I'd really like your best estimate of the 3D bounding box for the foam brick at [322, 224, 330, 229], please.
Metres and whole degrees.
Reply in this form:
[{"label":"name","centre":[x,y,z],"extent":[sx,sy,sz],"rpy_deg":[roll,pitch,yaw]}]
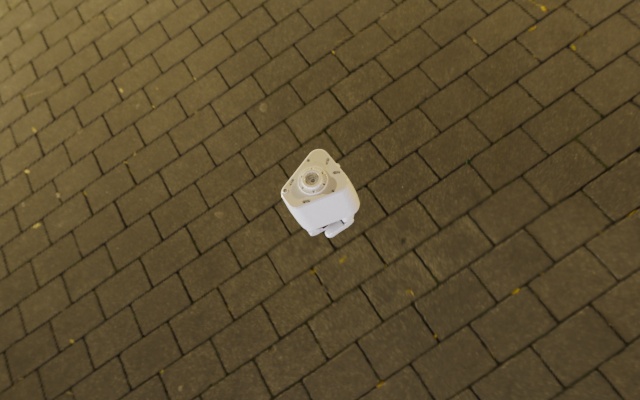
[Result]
[{"label":"foam brick","centre":[0.000,0.003,0.899],"extent":[0.053,0.078,0.051],"rpy_deg":[-37,-25,-4]}]
